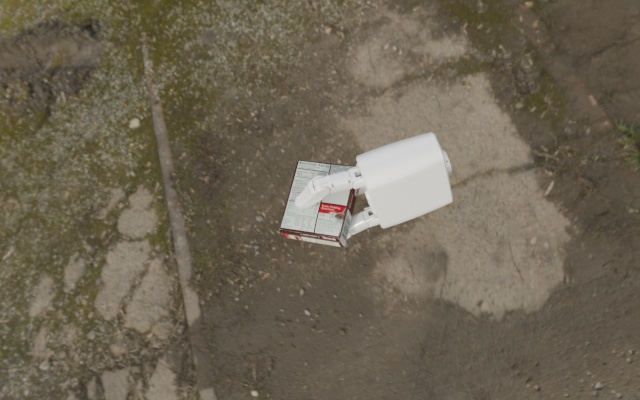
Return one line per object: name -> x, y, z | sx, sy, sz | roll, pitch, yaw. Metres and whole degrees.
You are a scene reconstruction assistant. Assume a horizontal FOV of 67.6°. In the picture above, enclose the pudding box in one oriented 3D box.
pudding box -> 0.000, 0.002, 0.669 | 0.090, 0.113, 0.039 | 8, -23, 17
